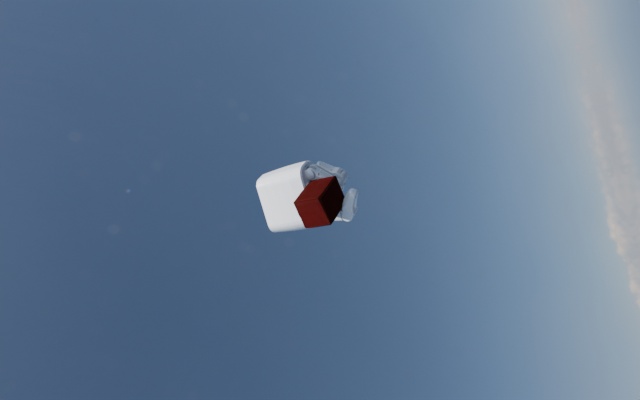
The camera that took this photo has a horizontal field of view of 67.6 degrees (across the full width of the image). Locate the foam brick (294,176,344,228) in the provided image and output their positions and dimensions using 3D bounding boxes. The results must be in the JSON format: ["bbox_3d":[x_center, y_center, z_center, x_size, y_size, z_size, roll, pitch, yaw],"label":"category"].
[{"bbox_3d":[0.000,0.003,0.792,0.051,0.053,0.078,-10,26,30],"label":"foam brick"}]
